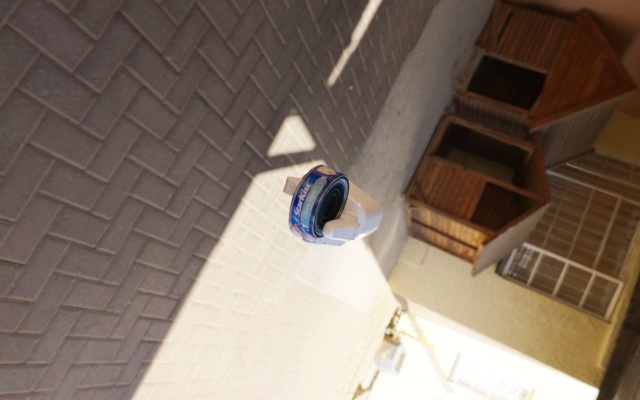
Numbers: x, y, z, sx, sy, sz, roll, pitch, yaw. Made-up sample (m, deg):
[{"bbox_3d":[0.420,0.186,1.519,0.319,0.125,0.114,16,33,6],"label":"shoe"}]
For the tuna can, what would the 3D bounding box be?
[{"bbox_3d":[0.001,0.002,0.576,0.033,0.086,0.086,25,10,23],"label":"tuna can"}]
